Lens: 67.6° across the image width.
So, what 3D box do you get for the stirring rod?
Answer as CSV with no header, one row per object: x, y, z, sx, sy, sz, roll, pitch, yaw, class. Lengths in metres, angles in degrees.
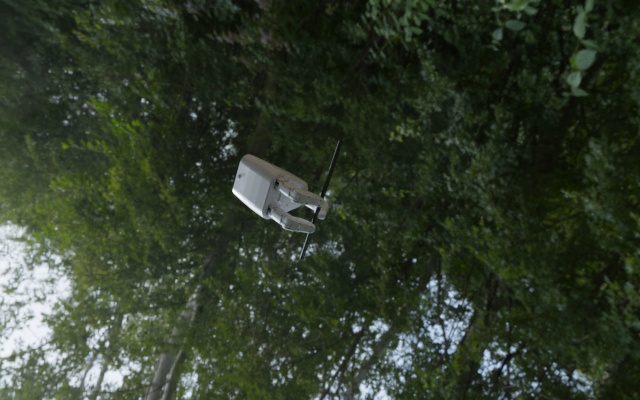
0.000,0.003,0.881,0.011,0.239,0.011,17,18,-6,stirring rod
